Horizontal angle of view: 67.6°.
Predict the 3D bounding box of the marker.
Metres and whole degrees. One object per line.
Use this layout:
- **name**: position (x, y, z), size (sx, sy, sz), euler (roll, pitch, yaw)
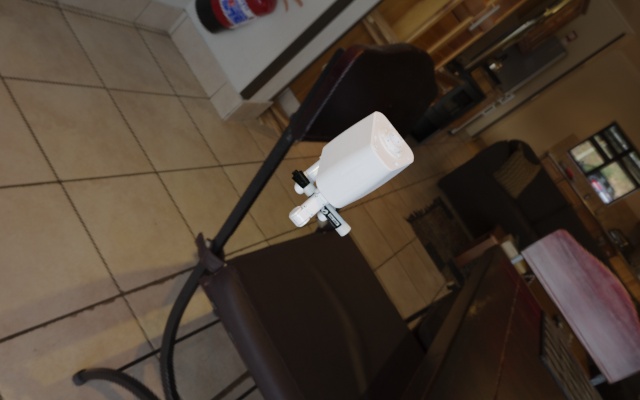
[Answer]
- **marker**: position (0.000, 0.002, 0.706), size (0.020, 0.121, 0.020), euler (-39, 10, 8)
